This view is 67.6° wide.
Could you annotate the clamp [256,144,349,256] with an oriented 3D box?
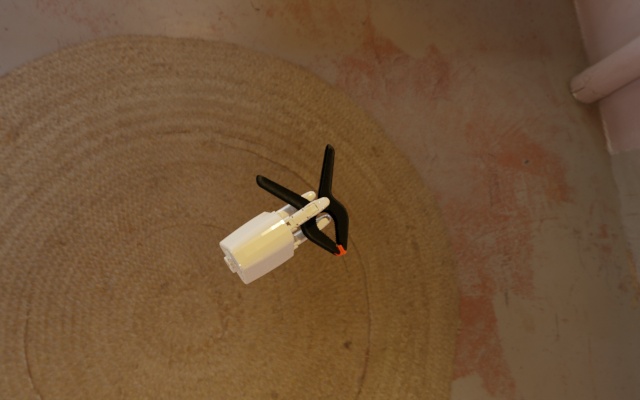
[{"bbox_3d":[0.000,0.003,0.899,0.164,0.210,0.036,-33,-3,-17],"label":"clamp"}]
